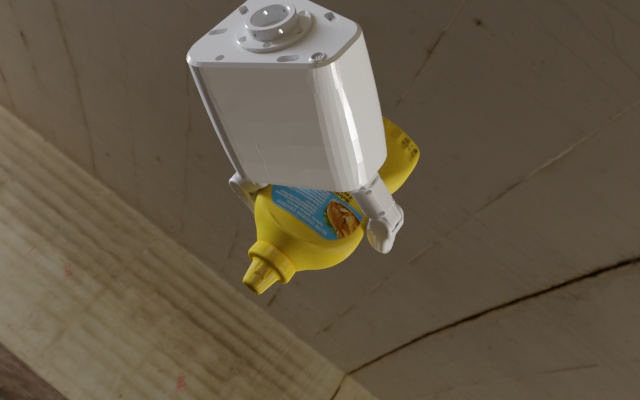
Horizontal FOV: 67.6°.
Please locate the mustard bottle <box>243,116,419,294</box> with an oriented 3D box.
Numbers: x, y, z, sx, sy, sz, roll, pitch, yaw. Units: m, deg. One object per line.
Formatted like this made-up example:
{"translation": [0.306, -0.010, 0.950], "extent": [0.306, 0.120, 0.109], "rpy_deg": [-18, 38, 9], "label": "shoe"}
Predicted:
{"translation": [0.000, 0.001, 0.416], "extent": [0.096, 0.191, 0.058], "rpy_deg": [35, -26, 9], "label": "mustard bottle"}
